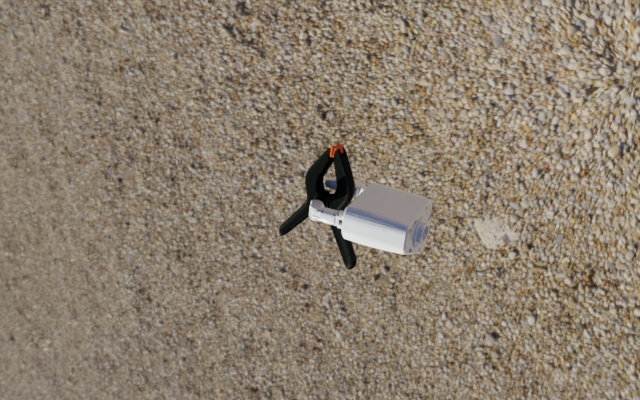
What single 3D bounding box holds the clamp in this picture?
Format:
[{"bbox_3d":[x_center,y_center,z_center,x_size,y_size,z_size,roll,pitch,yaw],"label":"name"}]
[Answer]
[{"bbox_3d":[0.000,0.002,0.835,0.164,0.210,0.036,15,21,28],"label":"clamp"}]
